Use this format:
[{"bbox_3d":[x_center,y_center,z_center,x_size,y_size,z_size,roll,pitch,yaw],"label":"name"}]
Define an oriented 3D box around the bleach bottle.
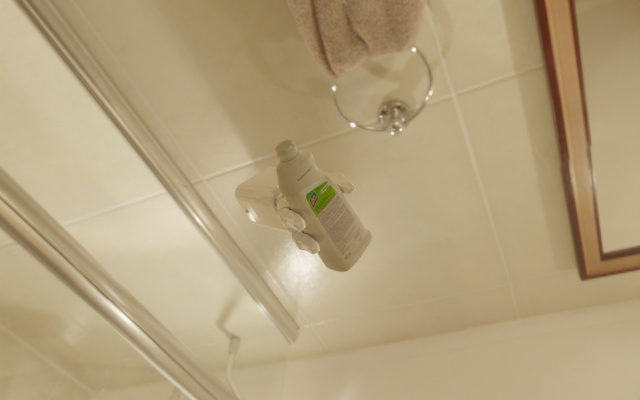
[{"bbox_3d":[0.000,0.003,0.787,0.068,0.251,0.102,8,49,42],"label":"bleach bottle"}]
